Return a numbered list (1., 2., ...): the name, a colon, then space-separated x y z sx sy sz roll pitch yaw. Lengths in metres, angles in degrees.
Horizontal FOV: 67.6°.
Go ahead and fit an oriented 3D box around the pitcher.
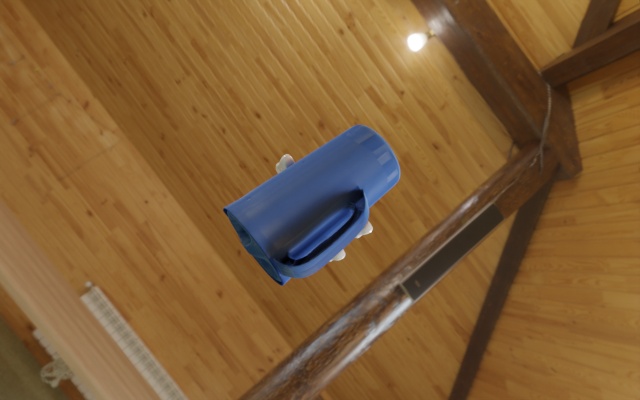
1. pitcher: 0.000 0.002 0.676 0.243 0.149 0.145 -37 -8 -16
